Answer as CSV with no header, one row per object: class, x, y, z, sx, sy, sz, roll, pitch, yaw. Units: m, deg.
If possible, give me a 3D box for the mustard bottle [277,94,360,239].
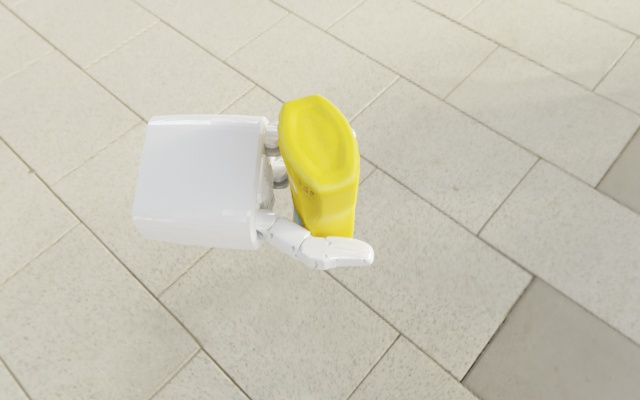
mustard bottle,0.000,0.001,0.440,0.058,0.096,0.192,-18,-30,-9
